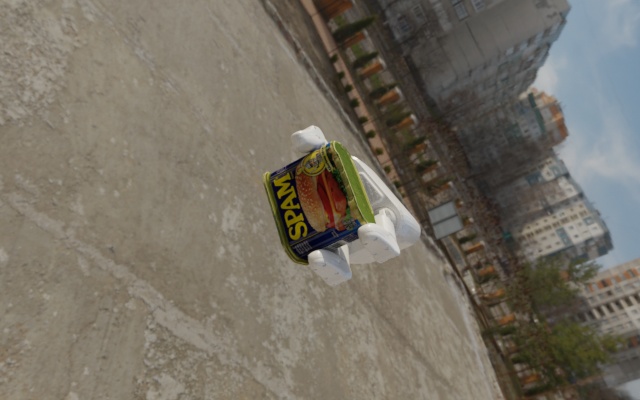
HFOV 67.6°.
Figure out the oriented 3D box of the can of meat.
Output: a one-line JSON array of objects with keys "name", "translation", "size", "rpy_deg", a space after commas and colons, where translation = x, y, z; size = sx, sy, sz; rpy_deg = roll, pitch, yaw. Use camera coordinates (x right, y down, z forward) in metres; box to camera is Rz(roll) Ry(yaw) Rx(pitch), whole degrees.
[{"name": "can of meat", "translation": [0.000, 0.001, 0.477], "size": [0.084, 0.102, 0.057], "rpy_deg": [-26, -23, 17]}]
